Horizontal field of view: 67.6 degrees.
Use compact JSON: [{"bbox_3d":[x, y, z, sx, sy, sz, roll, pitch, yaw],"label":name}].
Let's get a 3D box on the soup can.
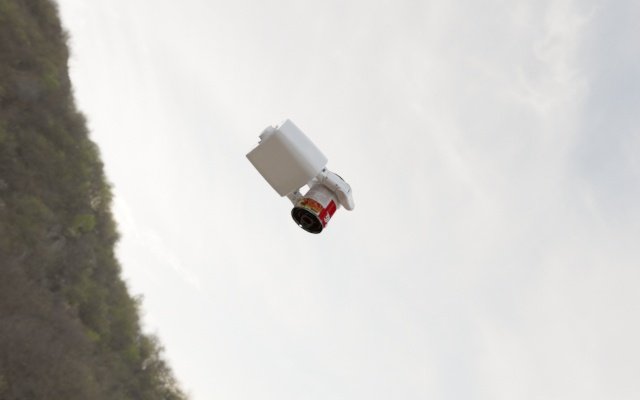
[{"bbox_3d":[0.001,0.003,0.879,0.068,0.068,0.102,0,42,43],"label":"soup can"}]
